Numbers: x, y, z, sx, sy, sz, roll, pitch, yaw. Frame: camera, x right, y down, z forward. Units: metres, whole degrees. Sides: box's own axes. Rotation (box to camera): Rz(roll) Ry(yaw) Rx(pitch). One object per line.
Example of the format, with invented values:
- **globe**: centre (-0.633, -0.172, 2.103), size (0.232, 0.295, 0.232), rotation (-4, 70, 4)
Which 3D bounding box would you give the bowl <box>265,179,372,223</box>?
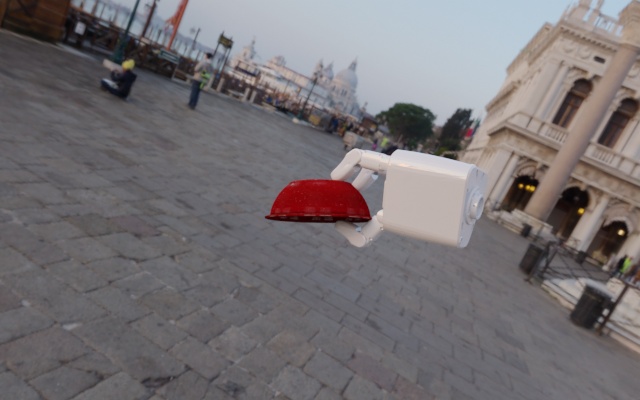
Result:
- **bowl**: centre (-0.001, 0.002, 0.700), size (0.162, 0.055, 0.162), rotation (1, -6, 0)
